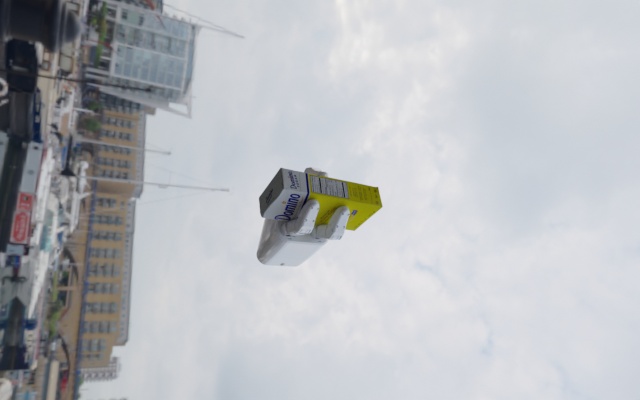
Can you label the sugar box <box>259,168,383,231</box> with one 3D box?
[{"bbox_3d":[0.000,0.003,0.761,0.176,0.048,0.093,7,-33,-27],"label":"sugar box"}]
